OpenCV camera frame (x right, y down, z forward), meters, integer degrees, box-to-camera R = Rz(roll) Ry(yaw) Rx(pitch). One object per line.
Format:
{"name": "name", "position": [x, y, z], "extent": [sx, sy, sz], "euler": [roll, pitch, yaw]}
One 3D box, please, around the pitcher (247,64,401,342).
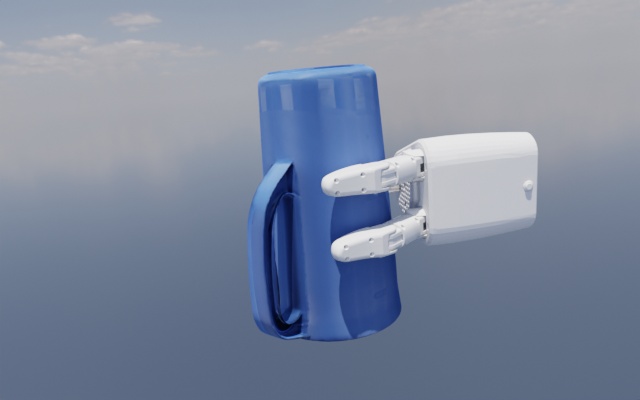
{"name": "pitcher", "position": [0.000, 0.001, 0.450], "extent": [0.145, 0.243, 0.149], "euler": [-7, 14, -6]}
